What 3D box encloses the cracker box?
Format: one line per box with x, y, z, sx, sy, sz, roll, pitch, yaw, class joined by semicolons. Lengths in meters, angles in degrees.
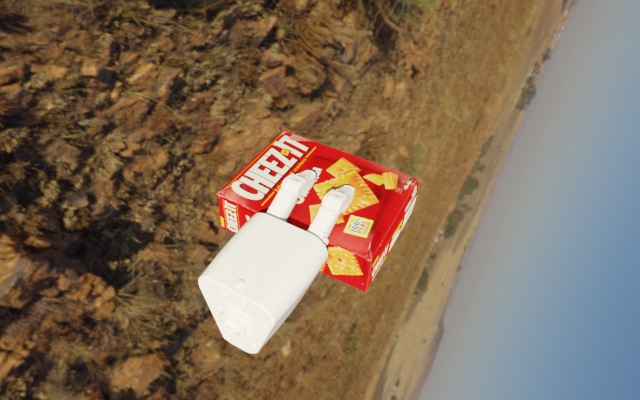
0.000;0.002;0.626;0.213;0.072;0.164;22;47;18;cracker box
